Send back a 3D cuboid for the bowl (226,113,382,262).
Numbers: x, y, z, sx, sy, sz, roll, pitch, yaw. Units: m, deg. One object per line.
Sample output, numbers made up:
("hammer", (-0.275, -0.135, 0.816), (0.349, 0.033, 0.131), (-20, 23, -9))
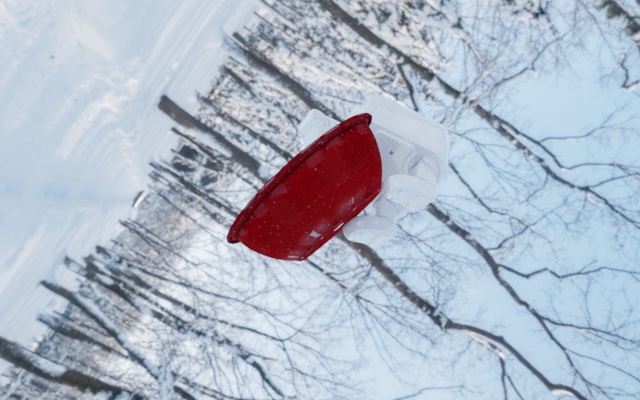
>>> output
("bowl", (0.000, 0.002, 0.405), (0.162, 0.055, 0.162), (-41, -7, -6))
